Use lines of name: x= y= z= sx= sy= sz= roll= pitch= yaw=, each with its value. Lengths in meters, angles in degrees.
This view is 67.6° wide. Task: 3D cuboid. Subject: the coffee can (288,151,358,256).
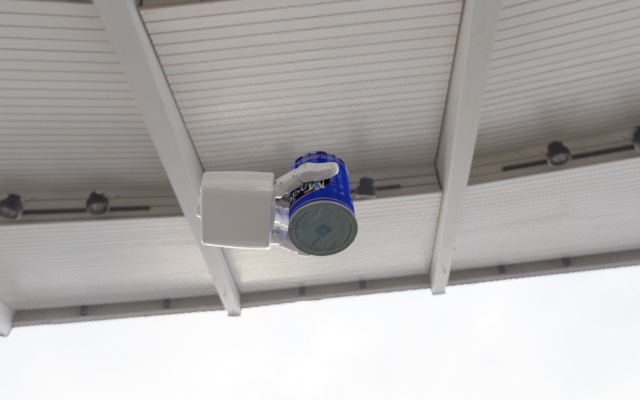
coffee can: x=0.000 y=0.002 z=0.748 sx=0.103 sy=0.103 sz=0.140 roll=0 pitch=37 yaw=-4
